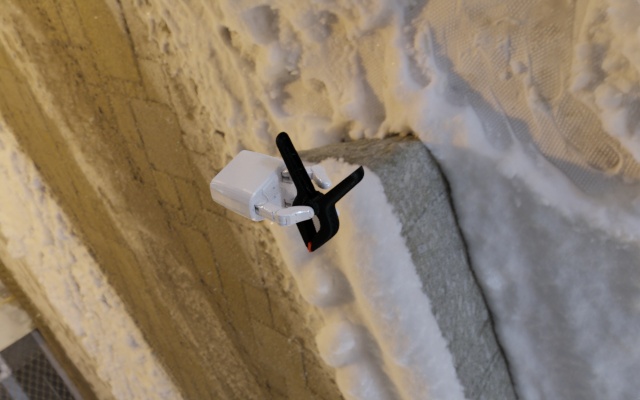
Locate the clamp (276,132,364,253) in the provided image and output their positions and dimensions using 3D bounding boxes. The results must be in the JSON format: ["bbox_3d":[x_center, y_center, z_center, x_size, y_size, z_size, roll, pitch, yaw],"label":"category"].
[{"bbox_3d":[-0.001,0.003,0.774,0.164,0.210,0.036,22,40,34],"label":"clamp"}]
